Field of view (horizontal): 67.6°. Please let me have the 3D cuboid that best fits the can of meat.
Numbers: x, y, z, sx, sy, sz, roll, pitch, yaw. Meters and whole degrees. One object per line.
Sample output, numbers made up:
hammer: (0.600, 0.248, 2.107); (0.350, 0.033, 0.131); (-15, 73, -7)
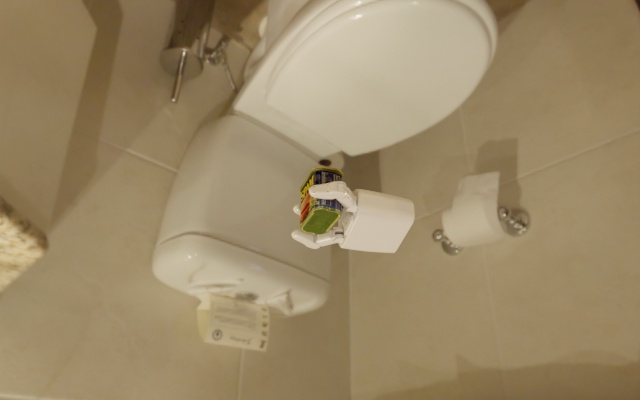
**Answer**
can of meat: (0.000, 0.003, 0.835); (0.057, 0.084, 0.102); (11, -31, -17)
